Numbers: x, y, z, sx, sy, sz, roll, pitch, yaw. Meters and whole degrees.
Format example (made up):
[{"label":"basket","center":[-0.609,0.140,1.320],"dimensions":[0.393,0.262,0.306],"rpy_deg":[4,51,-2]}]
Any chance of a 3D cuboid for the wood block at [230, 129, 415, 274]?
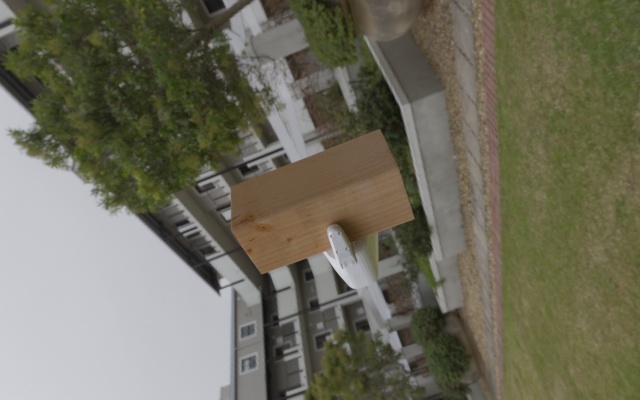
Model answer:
[{"label":"wood block","center":[0.000,0.002,0.601],"dimensions":[0.206,0.090,0.090],"rpy_deg":[-21,40,6]}]
